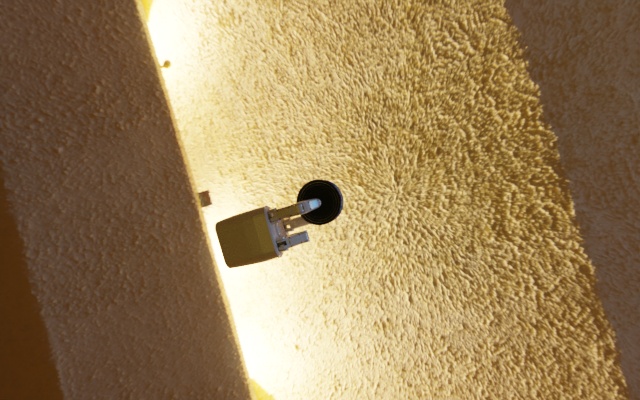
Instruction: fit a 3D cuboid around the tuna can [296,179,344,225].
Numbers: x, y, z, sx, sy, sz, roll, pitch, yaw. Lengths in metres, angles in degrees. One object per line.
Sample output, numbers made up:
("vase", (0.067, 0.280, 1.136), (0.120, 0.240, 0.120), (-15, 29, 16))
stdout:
("tuna can", (0.000, 0.003, 0.900), (0.086, 0.086, 0.034), (0, 2, 14))
